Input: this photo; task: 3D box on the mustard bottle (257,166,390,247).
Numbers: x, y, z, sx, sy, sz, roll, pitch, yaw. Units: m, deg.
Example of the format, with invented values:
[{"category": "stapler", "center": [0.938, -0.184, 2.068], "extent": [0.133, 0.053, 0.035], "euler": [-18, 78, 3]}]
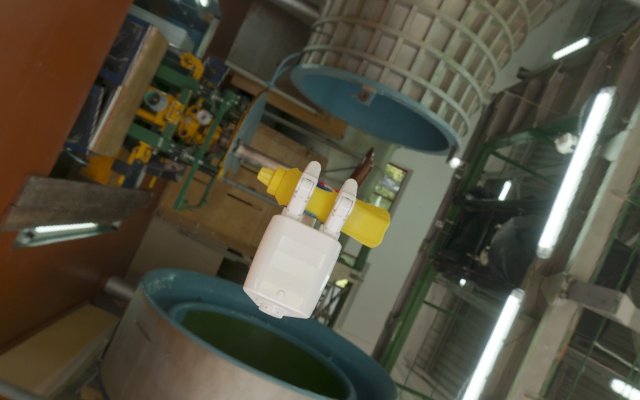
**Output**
[{"category": "mustard bottle", "center": [0.000, 0.002, 0.679], "extent": [0.191, 0.058, 0.096], "euler": [25, 4, -4]}]
